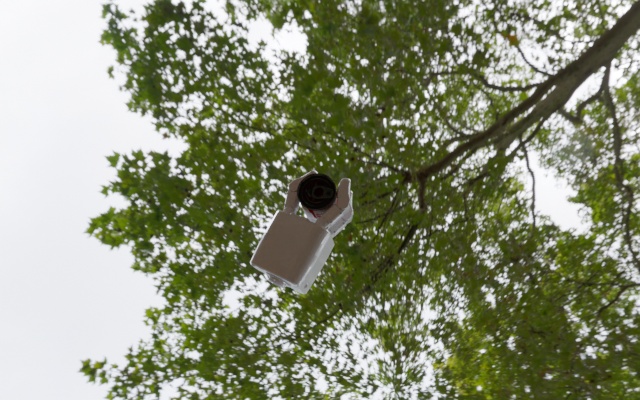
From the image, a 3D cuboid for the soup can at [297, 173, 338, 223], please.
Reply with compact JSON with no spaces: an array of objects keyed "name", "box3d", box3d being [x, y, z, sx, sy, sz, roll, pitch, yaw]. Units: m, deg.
[{"name":"soup can","box3d":[0.000,0.002,0.857,0.068,0.068,0.102,0,-22,9]}]
